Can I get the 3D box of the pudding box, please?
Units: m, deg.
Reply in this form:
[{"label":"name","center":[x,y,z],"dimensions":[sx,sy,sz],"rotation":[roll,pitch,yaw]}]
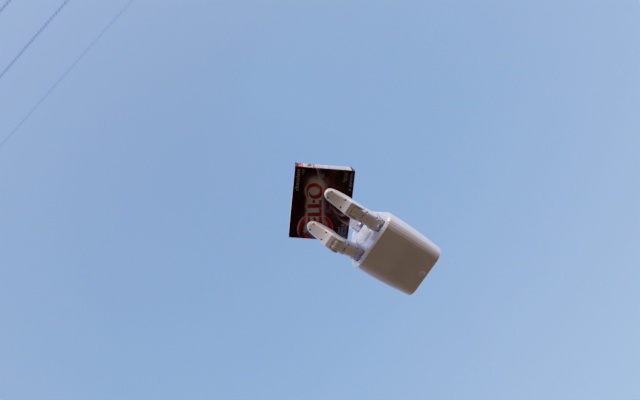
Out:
[{"label":"pudding box","center":[0.000,0.002,0.718],"dimensions":[0.090,0.113,0.039],"rotation":[4,13,-7]}]
